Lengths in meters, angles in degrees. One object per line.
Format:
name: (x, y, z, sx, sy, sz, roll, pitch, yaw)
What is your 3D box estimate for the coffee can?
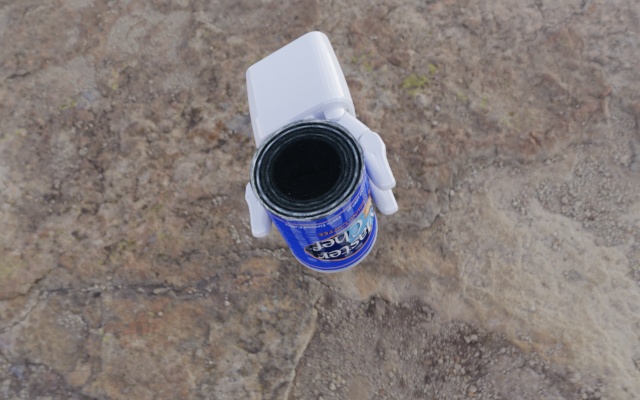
coffee can: (0.000, 0.002, 0.474, 0.103, 0.102, 0.140, 0, -26, 12)
